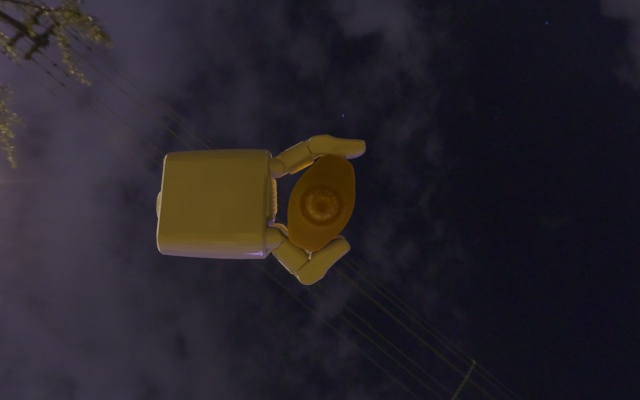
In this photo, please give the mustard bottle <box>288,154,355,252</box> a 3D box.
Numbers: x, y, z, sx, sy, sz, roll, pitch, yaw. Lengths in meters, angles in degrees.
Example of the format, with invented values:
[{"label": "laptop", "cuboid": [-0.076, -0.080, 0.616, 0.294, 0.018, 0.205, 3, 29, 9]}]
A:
[{"label": "mustard bottle", "cuboid": [0.000, 0.002, 0.481, 0.058, 0.096, 0.191, 25, 1, 0]}]
